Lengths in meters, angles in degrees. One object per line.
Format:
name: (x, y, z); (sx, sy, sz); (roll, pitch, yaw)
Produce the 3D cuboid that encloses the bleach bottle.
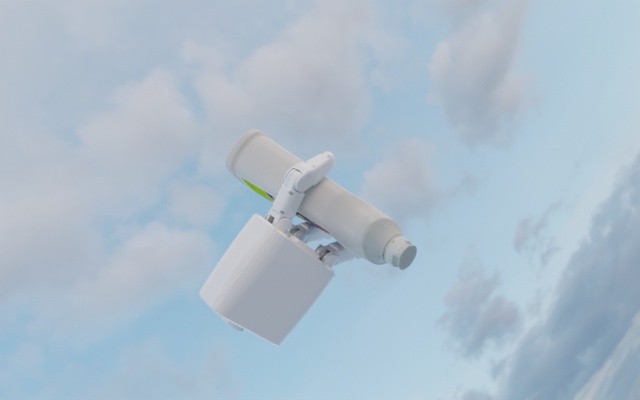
bleach bottle: (0.000, 0.002, 0.546); (0.250, 0.068, 0.103); (32, -6, 39)
